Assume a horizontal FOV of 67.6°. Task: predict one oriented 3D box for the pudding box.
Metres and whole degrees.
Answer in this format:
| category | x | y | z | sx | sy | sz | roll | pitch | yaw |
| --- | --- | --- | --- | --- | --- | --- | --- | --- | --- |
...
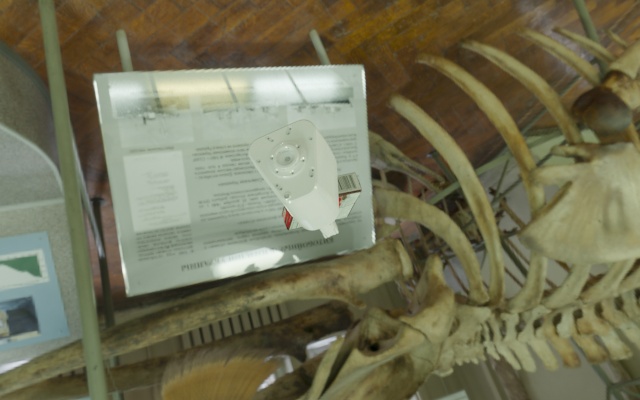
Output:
| category | x | y | z | sx | sy | sz | roll | pitch | yaw |
| --- | --- | --- | --- | --- | --- | --- | --- | --- | --- |
| pudding box | 0.000 | 0.003 | 0.758 | 0.113 | 0.039 | 0.090 | -10 | -26 | -19 |
